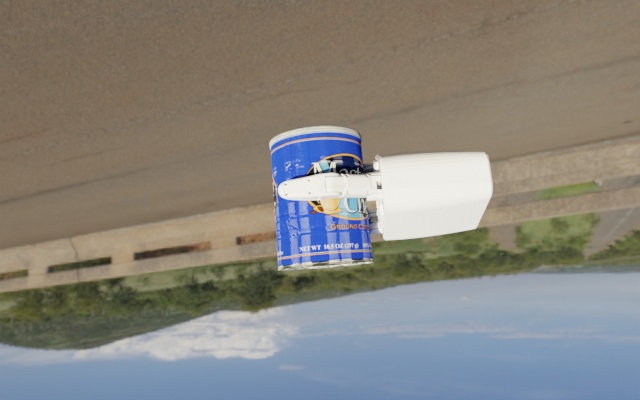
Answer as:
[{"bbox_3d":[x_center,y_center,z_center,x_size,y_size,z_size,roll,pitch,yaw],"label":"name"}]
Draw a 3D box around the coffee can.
[{"bbox_3d":[0.000,0.002,0.520,0.103,0.140,0.103,-5,-10,-1],"label":"coffee can"}]
